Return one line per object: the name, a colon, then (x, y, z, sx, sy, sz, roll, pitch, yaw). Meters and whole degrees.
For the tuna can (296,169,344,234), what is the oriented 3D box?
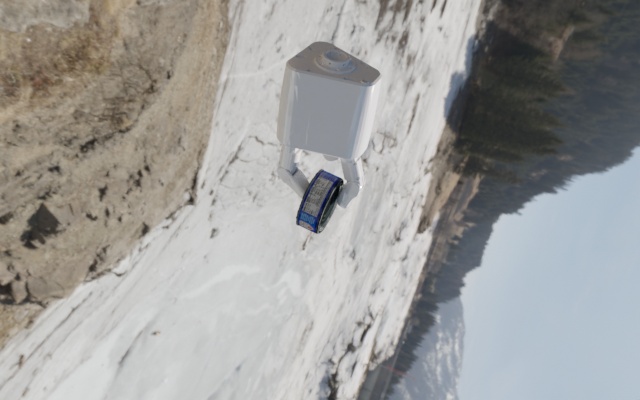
tuna can: (0.001, 0.002, 0.658, 0.034, 0.086, 0.086, 25, 5, 11)
